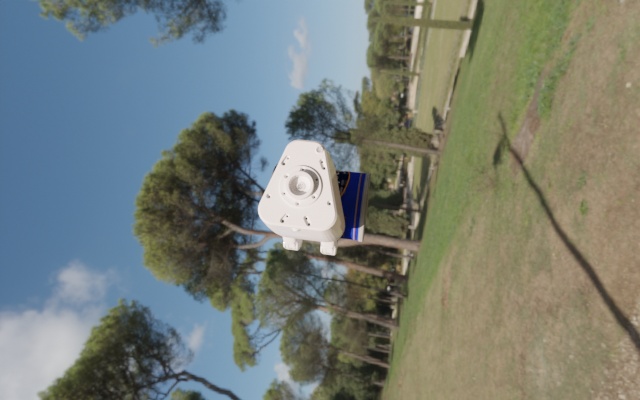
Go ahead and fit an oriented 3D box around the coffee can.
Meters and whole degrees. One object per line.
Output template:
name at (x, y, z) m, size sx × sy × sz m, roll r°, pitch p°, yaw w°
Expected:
coffee can at (0.000, 0.002, 0.715) m, size 0.140 × 0.103 × 0.103 m, roll 7°, pitch 1°, yaw 7°
